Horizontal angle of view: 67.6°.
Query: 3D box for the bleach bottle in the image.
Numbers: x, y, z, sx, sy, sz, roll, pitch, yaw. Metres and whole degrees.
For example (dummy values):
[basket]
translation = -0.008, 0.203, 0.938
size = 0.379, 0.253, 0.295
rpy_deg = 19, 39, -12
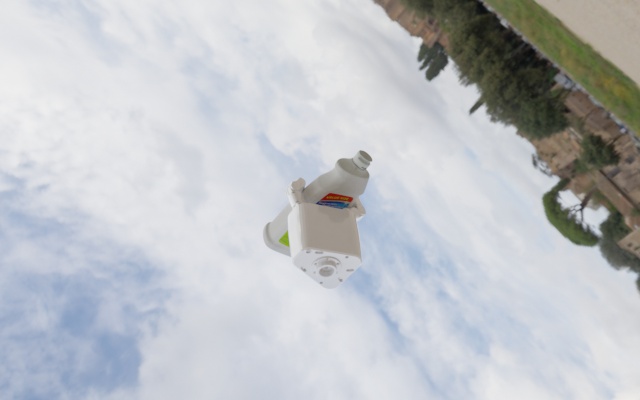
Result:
[bleach bottle]
translation = 0.000, 0.003, 0.876
size = 0.102, 0.251, 0.068
rpy_deg = 25, 33, -26
